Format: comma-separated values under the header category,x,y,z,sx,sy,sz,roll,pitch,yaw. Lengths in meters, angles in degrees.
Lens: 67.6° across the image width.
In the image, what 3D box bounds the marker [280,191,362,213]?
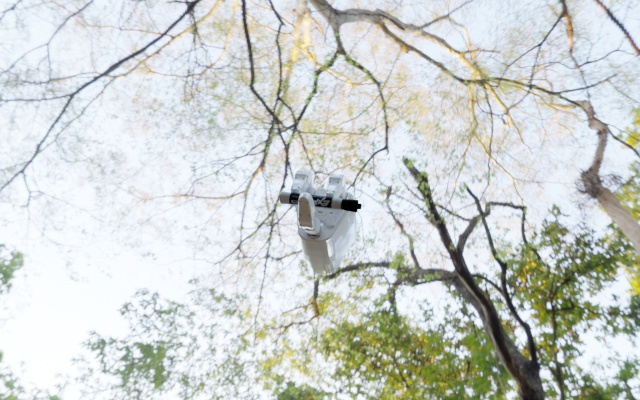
category,x,y,z,sx,sy,sz,roll,pitch,yaw
marker,0.000,0.002,0.695,0.121,0.020,0.020,6,2,14
